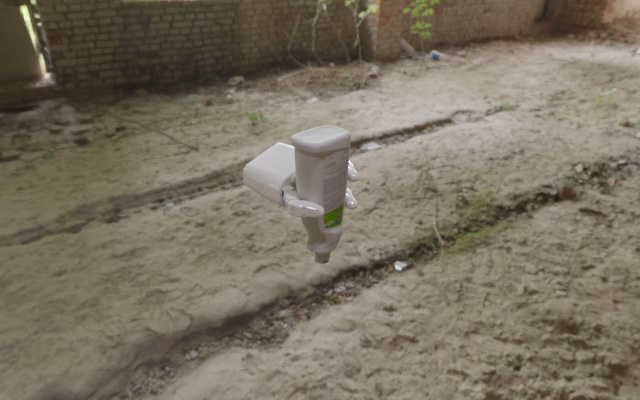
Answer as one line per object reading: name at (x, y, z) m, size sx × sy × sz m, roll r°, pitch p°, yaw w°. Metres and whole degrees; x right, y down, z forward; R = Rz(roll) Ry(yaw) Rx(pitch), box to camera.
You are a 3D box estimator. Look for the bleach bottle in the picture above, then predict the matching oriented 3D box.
bleach bottle at (0.000, 0.003, 0.829) m, size 0.068 × 0.251 × 0.102 m, roll 26°, pitch 36°, yaw 37°
